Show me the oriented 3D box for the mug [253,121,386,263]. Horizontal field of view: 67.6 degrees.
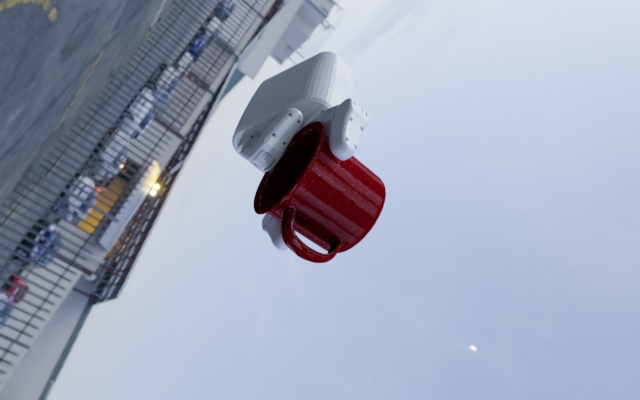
[{"bbox_3d":[0.000,0.002,0.405,0.081,0.117,0.093,35,-49,-23],"label":"mug"}]
